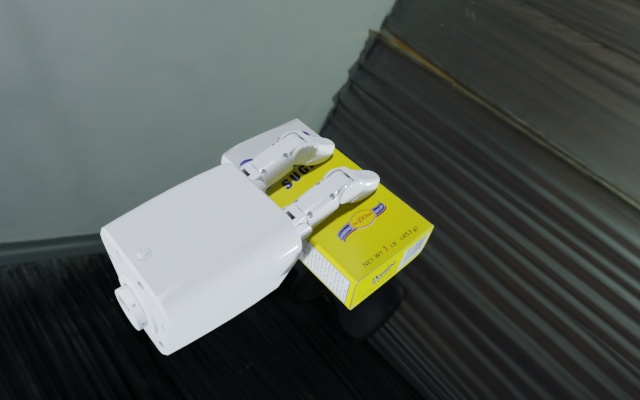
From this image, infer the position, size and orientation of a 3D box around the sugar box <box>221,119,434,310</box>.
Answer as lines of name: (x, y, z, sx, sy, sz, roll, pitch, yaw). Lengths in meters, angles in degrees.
sugar box: (0.000, 0.001, 0.419, 0.093, 0.048, 0.176, -31, 60, -31)
